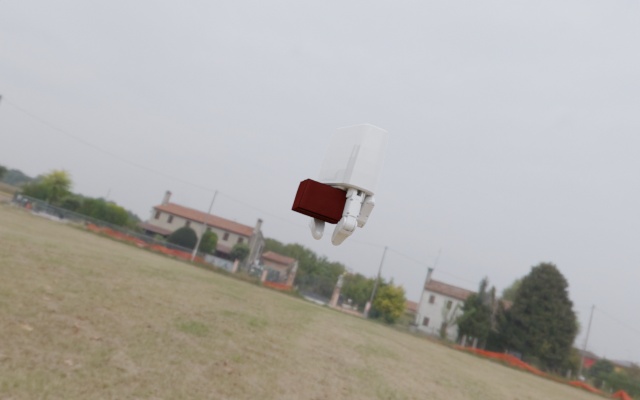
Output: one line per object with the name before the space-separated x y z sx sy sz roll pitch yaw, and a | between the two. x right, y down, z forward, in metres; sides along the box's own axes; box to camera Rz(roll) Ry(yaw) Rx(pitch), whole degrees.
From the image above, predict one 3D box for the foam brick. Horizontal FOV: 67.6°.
foam brick | 0.000 0.002 0.765 0.078 0.051 0.053 19 -9 -15
